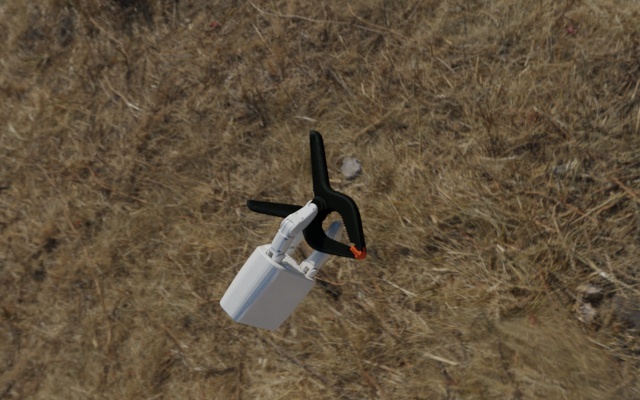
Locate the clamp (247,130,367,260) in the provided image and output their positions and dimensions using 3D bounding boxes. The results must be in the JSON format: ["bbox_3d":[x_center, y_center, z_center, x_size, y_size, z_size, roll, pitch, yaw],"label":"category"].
[{"bbox_3d":[0.000,0.003,0.719,0.210,0.164,0.036,40,7,26],"label":"clamp"}]
